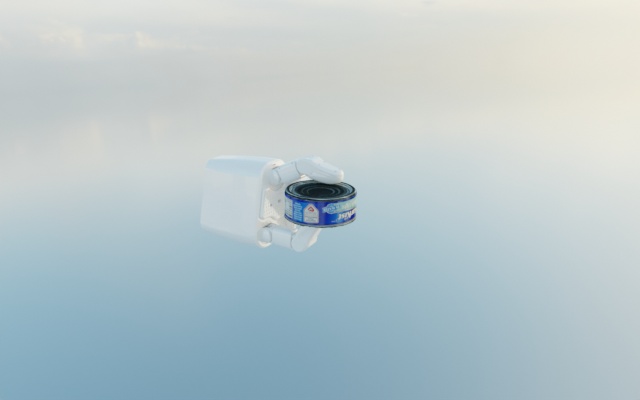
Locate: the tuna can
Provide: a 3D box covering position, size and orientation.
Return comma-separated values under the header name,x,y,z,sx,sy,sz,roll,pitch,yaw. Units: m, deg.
name,x,y,z,sx,sy,sz,roll,pitch,yaw
tuna can,0.000,0.001,0.559,0.086,0.034,0.086,1,18,0
